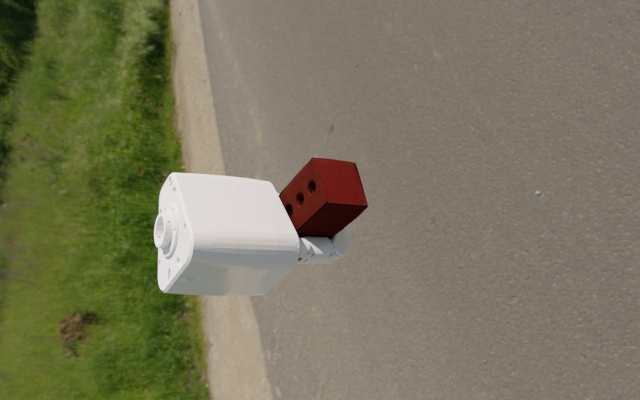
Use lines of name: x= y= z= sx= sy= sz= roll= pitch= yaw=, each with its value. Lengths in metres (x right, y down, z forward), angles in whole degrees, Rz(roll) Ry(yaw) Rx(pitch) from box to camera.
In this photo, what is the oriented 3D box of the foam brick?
foam brick: x=0.000 y=0.001 z=0.474 sx=0.051 sy=0.053 sz=0.078 roll=7 pitch=-35 yaw=-34
